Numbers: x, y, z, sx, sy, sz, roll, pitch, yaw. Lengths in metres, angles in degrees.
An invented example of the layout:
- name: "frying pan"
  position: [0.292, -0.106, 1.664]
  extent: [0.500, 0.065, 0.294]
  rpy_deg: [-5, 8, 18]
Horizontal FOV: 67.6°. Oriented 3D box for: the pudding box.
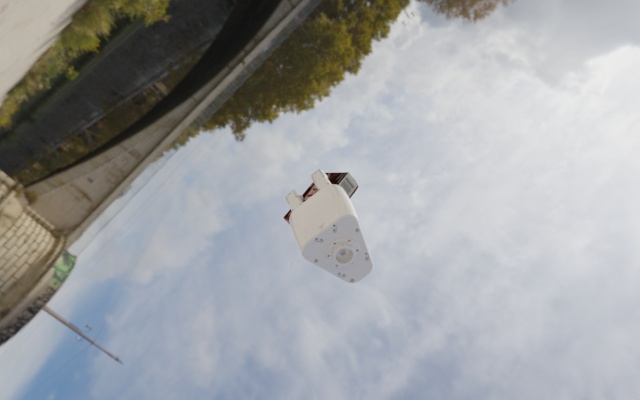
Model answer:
- name: "pudding box"
  position: [0.000, 0.003, 0.810]
  extent: [0.039, 0.113, 0.090]
  rpy_deg: [50, -22, -24]
